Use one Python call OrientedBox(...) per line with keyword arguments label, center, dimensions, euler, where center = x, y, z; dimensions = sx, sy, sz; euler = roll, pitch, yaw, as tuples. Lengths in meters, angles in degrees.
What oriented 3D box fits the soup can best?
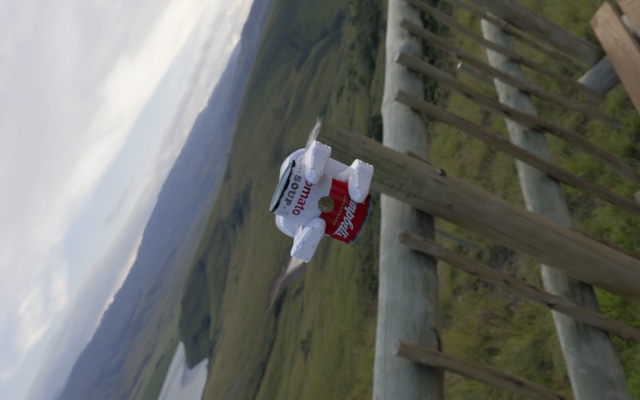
OrientedBox(label="soup can", center=(0.000, 0.002, 0.559), dimensions=(0.102, 0.068, 0.068), euler=(23, -5, -11))
